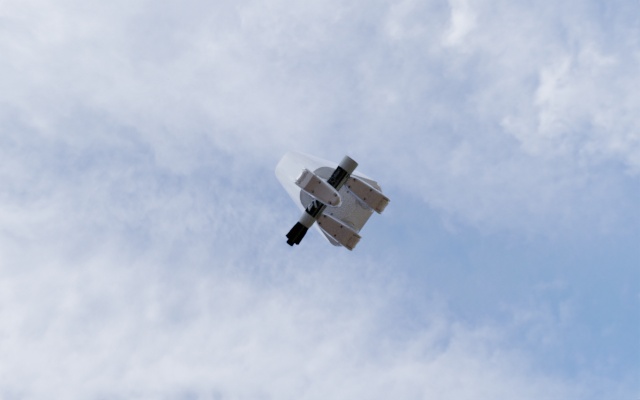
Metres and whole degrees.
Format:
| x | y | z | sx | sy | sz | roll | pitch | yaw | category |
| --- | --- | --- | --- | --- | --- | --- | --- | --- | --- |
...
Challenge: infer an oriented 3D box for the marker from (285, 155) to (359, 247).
| x | y | z | sx | sy | sz | roll | pitch | yaw | category |
| --- | --- | --- | --- | --- | --- | --- | --- | --- | --- |
| 0.000 | 0.002 | 0.544 | 0.020 | 0.121 | 0.020 | 37 | 2 | -1 | marker |
